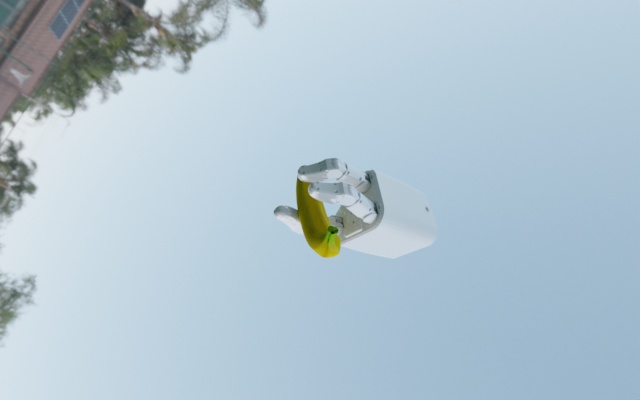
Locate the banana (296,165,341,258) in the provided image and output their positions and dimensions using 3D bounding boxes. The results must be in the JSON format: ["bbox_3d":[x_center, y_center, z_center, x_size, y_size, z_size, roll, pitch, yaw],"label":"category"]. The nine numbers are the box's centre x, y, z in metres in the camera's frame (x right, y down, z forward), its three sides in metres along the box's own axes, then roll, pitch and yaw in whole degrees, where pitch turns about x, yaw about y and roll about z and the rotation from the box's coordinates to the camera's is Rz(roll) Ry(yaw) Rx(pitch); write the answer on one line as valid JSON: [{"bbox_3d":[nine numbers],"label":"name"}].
[{"bbox_3d":[-0.003,0.020,0.625,0.037,0.070,0.197,6,24,-18],"label":"banana"}]
